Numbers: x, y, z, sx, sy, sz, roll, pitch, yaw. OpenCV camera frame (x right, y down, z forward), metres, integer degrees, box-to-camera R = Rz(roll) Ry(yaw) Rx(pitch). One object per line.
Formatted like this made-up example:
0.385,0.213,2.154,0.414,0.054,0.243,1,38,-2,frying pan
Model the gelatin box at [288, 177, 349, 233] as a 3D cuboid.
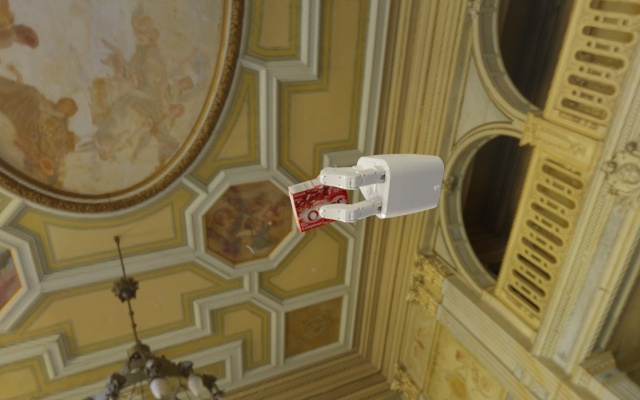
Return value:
0.000,0.002,0.758,0.089,0.073,0.030,-17,32,-10,gelatin box
